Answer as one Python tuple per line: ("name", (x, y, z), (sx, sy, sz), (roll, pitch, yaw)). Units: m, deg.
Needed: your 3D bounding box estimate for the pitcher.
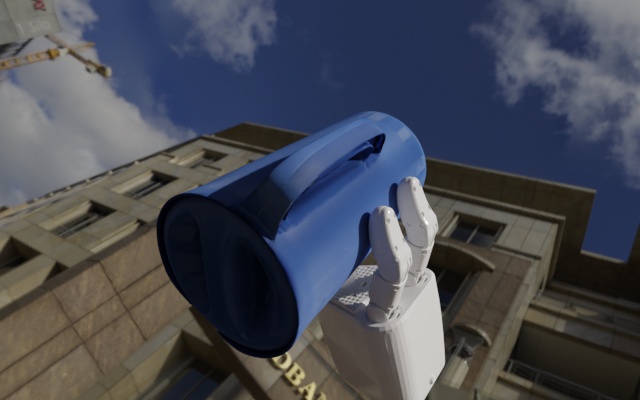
("pitcher", (0.000, 0.001, 0.405), (0.149, 0.145, 0.242), (1, 26, 38))
